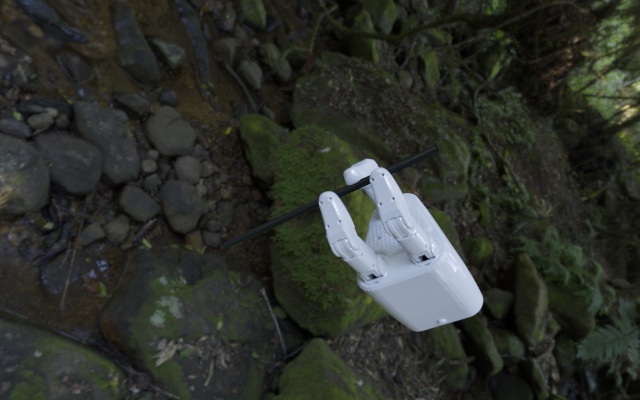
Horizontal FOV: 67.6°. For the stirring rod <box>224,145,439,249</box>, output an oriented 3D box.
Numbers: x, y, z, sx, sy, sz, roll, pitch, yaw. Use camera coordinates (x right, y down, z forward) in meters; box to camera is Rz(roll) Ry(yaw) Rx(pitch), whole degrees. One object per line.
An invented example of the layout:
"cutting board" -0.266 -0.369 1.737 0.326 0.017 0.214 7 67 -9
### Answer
"stirring rod" 0.000 0.002 0.458 0.239 0.011 0.011 -25 -11 24
